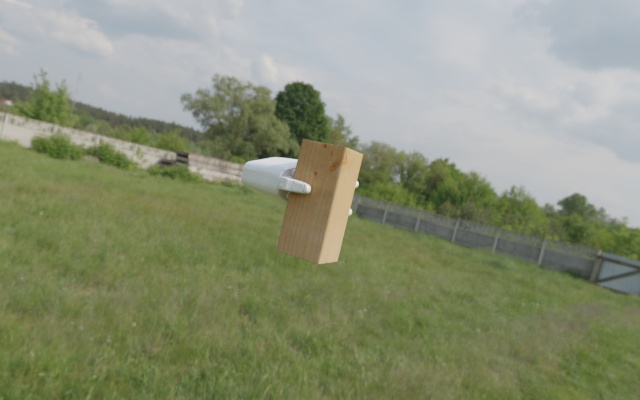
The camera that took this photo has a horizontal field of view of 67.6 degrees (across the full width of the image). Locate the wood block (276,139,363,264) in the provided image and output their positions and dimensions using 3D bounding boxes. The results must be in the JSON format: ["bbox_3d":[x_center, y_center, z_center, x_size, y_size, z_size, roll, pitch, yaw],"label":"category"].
[{"bbox_3d":[0.000,0.003,0.868,0.090,0.206,0.091,14,3,25],"label":"wood block"}]
